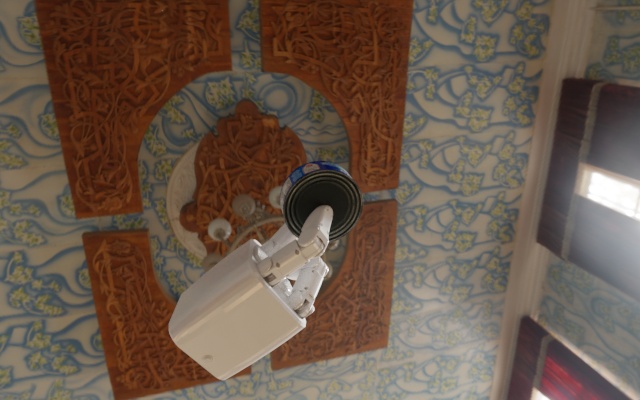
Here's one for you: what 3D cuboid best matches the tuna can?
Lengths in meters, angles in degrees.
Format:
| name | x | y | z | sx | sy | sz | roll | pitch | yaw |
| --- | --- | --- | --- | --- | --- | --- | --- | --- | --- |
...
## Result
| name | x | y | z | sx | sy | sz | roll | pitch | yaw |
| --- | --- | --- | --- | --- | --- | --- | --- | --- | --- |
| tuna can | 0.000 | 0.001 | 0.511 | 0.086 | 0.086 | 0.033 | 0 | 24 | -14 |
